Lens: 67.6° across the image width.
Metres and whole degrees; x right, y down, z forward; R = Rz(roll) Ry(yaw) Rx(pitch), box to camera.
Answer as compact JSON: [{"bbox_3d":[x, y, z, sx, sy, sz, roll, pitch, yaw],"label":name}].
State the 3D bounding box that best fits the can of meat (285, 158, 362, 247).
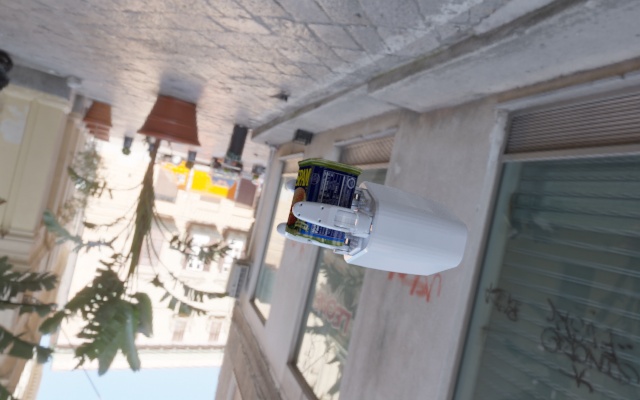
[{"bbox_3d":[0.000,0.002,0.527,0.057,0.084,0.102,13,-1,-14],"label":"can of meat"}]
